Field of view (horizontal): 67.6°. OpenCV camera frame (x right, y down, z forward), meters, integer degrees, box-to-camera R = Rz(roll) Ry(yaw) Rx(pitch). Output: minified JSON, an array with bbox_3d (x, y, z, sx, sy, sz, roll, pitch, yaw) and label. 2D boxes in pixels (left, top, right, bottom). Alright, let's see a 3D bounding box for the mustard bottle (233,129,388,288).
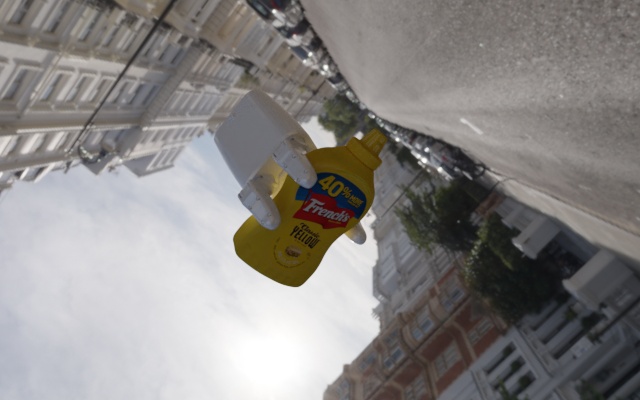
[{"bbox_3d":[0.000,0.002,0.506,0.096,0.192,0.058,35,14,-28],"label":"mustard bottle"}]
